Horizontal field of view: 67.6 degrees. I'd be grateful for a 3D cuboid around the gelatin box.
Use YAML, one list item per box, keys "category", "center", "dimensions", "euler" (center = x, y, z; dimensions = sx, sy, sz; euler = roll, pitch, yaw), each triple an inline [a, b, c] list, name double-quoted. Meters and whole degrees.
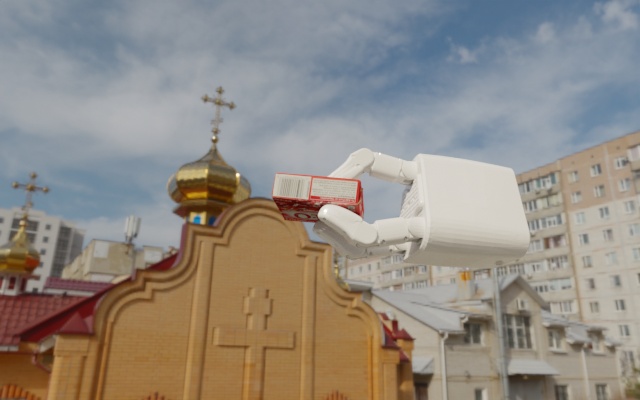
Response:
- category: "gelatin box"
  center: [0.000, 0.001, 0.497]
  dimensions: [0.089, 0.030, 0.073]
  euler: [5, -19, 8]
